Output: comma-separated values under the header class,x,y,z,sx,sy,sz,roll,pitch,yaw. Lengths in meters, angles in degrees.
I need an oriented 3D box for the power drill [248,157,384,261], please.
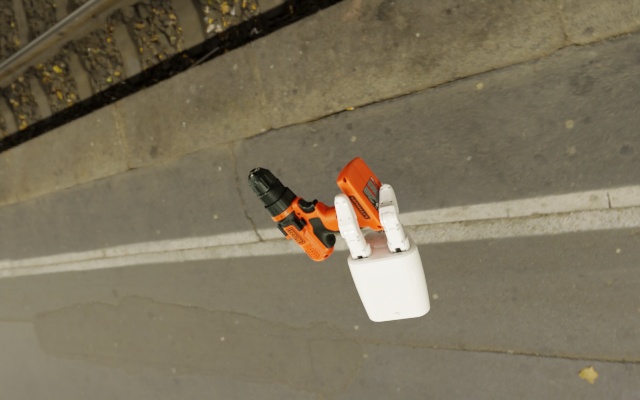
class,x,y,z,sx,sy,sz,roll,pitch,yaw
power drill,0.001,0.002,0.703,0.188,0.184,0.057,-21,29,44
